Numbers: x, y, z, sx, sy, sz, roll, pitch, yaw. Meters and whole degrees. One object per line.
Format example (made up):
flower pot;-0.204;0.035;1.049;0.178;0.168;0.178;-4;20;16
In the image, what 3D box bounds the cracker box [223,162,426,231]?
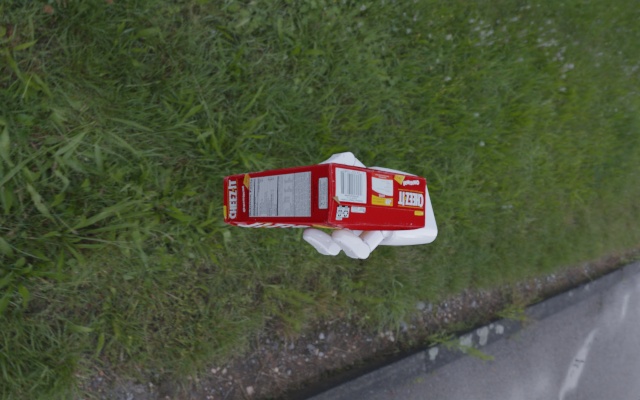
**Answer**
cracker box;0.000;0.002;0.611;0.164;0.072;0.213;5;-5;-41
